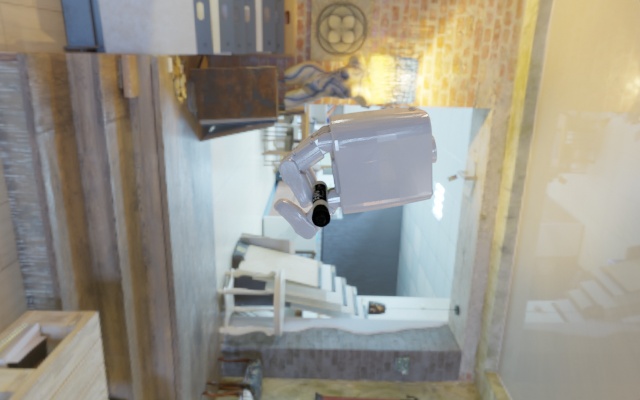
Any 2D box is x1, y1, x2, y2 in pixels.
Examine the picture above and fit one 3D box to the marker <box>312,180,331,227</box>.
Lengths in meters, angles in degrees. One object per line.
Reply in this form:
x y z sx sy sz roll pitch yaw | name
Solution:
0.000 0.002 0.518 0.020 0.020 0.121 0 16 -1 | marker
